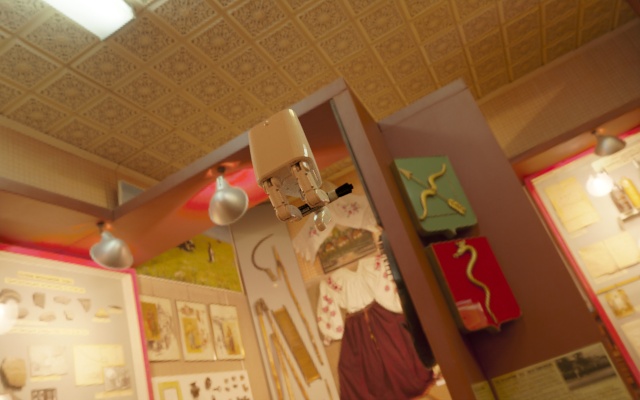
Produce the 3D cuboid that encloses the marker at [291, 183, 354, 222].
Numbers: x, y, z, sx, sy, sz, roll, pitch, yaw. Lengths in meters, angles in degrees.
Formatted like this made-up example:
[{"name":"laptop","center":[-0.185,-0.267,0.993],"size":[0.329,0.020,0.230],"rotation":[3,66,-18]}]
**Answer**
[{"name":"marker","center":[0.000,0.003,0.790],"size":[0.121,0.020,0.020],"rotation":[-27,-9,17]}]
